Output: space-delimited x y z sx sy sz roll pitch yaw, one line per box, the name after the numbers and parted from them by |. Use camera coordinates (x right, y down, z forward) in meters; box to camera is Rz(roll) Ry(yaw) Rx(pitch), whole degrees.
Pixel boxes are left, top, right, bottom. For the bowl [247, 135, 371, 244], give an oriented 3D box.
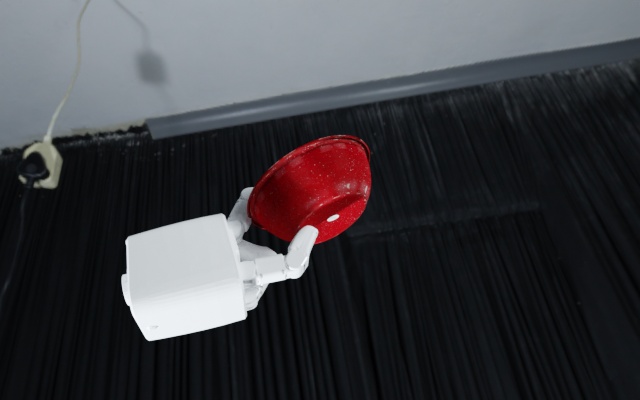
0.001 0.001 0.548 0.162 0.055 0.162 -25 -28 -14 | bowl
